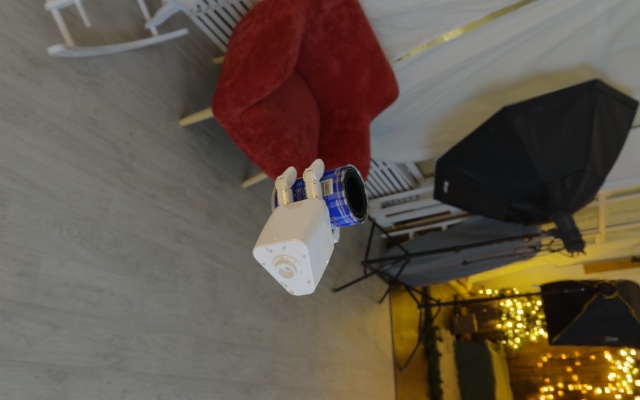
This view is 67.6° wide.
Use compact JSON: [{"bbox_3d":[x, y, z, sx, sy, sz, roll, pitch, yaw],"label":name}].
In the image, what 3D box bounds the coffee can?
[{"bbox_3d":[0.000,0.003,0.834,0.140,0.103,0.103,-13,-6,26],"label":"coffee can"}]
